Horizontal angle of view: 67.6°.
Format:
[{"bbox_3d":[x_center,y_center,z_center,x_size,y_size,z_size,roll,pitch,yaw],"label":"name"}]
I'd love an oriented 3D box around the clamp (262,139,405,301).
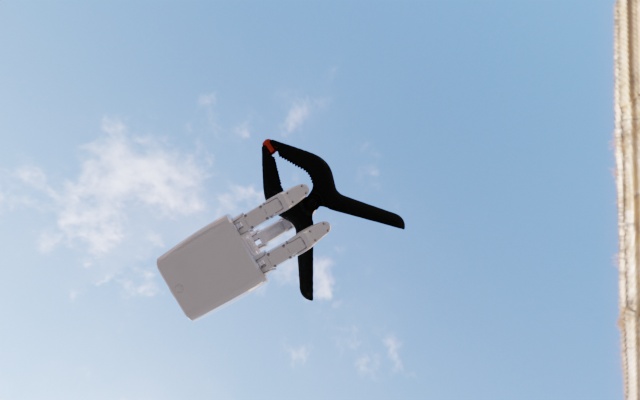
[{"bbox_3d":[0.000,0.002,0.627,0.164,0.210,0.036,-30,0,-5],"label":"clamp"}]
